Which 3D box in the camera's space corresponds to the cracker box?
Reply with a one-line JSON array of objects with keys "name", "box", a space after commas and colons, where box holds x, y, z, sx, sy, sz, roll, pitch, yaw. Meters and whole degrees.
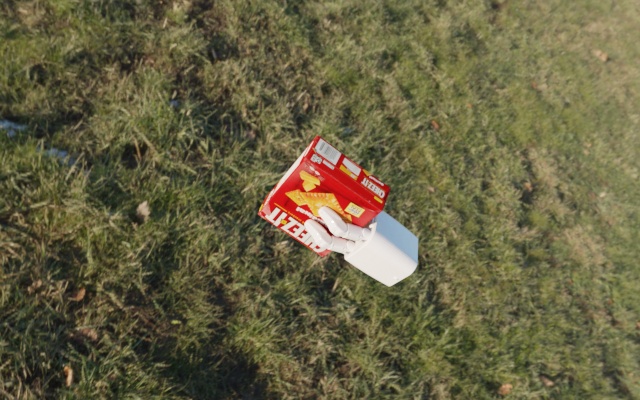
[{"name": "cracker box", "box": [0.000, 0.003, 0.890, 0.164, 0.072, 0.214, 35, -41, -9]}]
